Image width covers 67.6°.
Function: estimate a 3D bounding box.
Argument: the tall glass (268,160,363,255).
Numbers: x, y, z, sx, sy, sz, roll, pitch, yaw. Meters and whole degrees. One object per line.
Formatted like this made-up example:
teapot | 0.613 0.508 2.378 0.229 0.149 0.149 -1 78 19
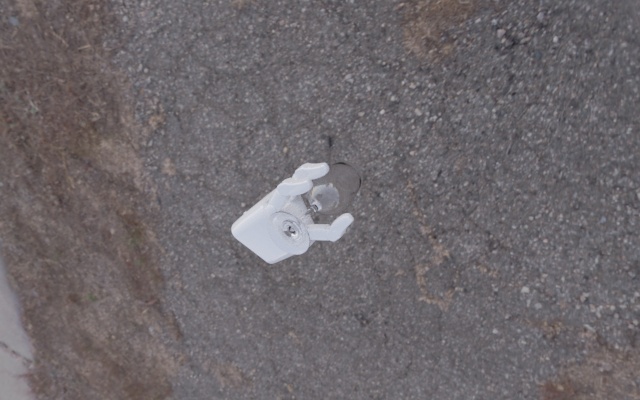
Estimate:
tall glass | 0.000 0.003 0.777 0.079 0.079 0.201 0 28 33
